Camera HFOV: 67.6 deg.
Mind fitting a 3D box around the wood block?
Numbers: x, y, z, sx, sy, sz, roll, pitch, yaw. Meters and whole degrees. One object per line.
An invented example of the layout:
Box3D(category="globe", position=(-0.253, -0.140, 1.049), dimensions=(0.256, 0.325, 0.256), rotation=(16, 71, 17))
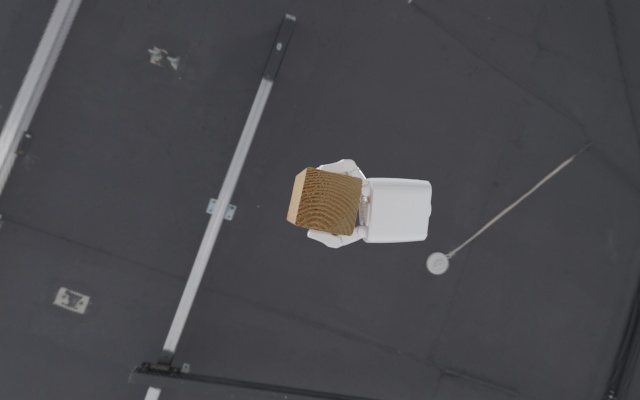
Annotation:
Box3D(category="wood block", position=(0.000, 0.003, 0.806), dimensions=(0.090, 0.091, 0.206), rotation=(11, -2, -7))
